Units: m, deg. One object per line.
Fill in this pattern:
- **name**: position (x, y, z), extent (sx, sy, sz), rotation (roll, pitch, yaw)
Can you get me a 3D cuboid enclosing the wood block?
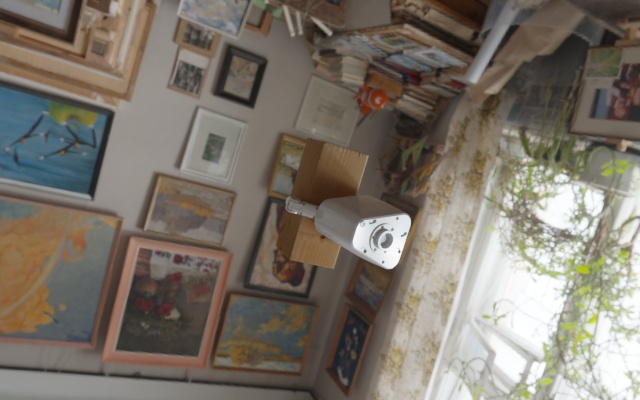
- **wood block**: position (0.000, 0.003, 0.844), extent (0.091, 0.206, 0.090), rotation (15, 6, -21)
